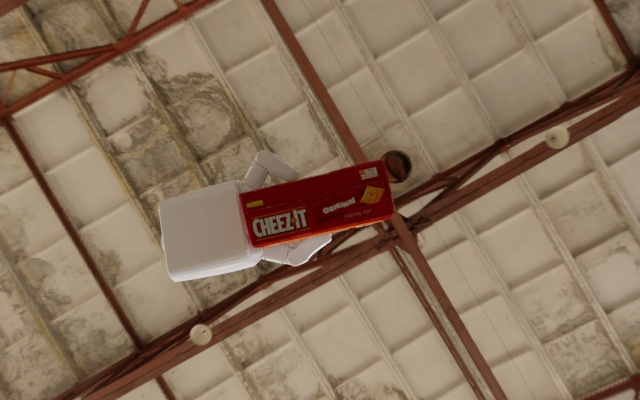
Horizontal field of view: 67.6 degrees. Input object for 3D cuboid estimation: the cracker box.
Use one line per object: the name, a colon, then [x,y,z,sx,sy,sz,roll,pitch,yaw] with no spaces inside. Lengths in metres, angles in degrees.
cracker box: [0.000,0.002,0.619,0.164,0.072,0.213,-14,2,3]
